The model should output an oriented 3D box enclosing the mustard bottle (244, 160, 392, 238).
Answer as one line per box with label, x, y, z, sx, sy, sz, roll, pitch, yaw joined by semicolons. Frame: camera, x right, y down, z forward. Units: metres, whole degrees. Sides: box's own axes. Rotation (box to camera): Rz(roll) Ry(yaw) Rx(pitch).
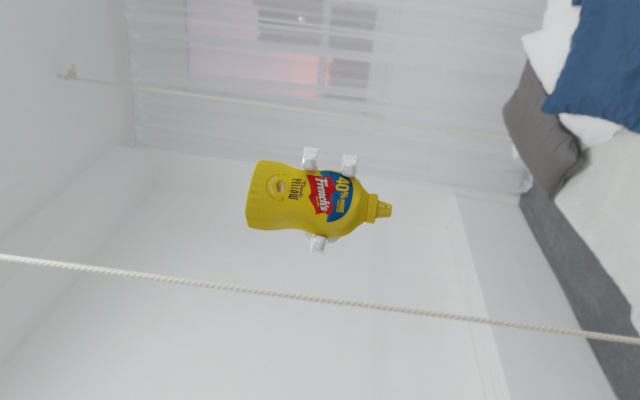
mustard bottle;0.000;0.002;0.645;0.191;0.096;0.058;8;-32;2
